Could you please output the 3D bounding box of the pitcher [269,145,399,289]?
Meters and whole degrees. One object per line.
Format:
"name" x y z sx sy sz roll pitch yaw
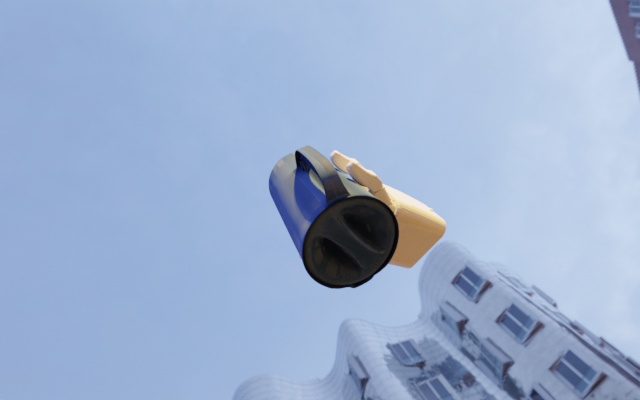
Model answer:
"pitcher" 0.000 0.002 0.696 0.145 0.149 0.242 20 15 -28
